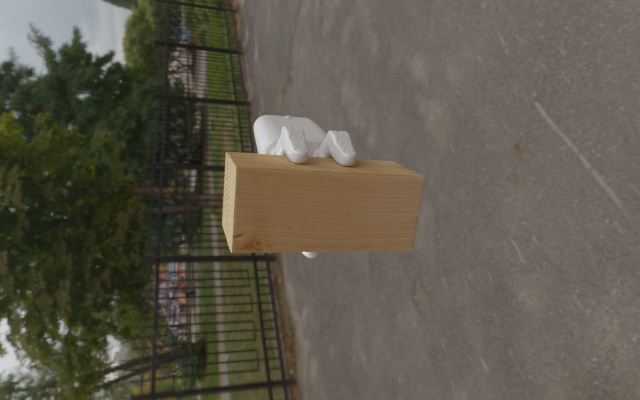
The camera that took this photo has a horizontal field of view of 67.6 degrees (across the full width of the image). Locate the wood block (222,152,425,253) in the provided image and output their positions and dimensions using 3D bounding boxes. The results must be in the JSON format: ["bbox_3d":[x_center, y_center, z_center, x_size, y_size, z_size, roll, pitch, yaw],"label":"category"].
[{"bbox_3d":[0.000,0.002,0.539,0.206,0.091,0.090,1,16,-18],"label":"wood block"}]
